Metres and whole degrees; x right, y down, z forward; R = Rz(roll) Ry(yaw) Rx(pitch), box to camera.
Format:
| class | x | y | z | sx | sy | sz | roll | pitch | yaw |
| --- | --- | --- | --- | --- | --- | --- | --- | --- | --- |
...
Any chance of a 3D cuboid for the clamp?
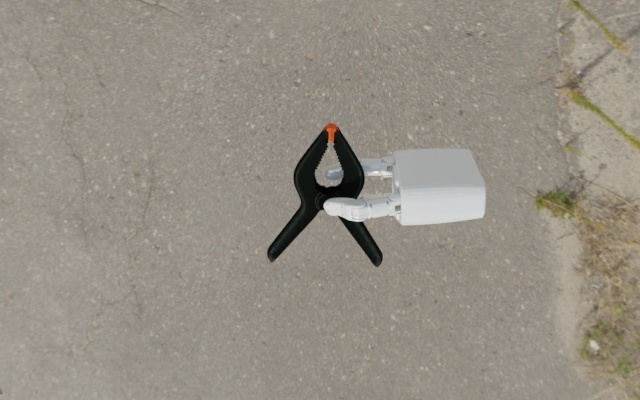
| class | x | y | z | sx | sy | sz | roll | pitch | yaw |
| --- | --- | --- | --- | --- | --- | --- | --- | --- | --- |
| clamp | 0.000 | 0.002 | 0.649 | 0.164 | 0.210 | 0.036 | -4 | 23 | 2 |
